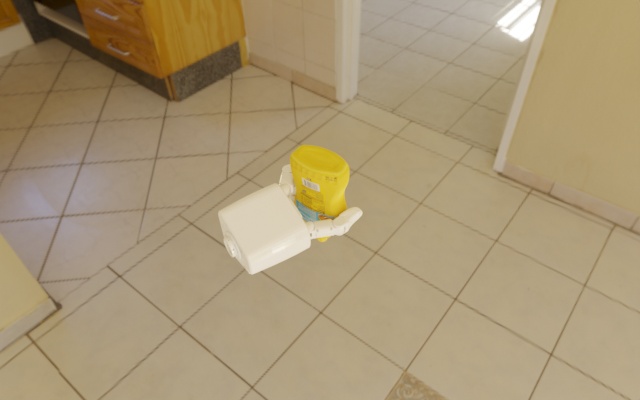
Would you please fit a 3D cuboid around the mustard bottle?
[{"bbox_3d":[0.000,0.002,0.800,0.096,0.192,0.058,23,50,23],"label":"mustard bottle"}]
